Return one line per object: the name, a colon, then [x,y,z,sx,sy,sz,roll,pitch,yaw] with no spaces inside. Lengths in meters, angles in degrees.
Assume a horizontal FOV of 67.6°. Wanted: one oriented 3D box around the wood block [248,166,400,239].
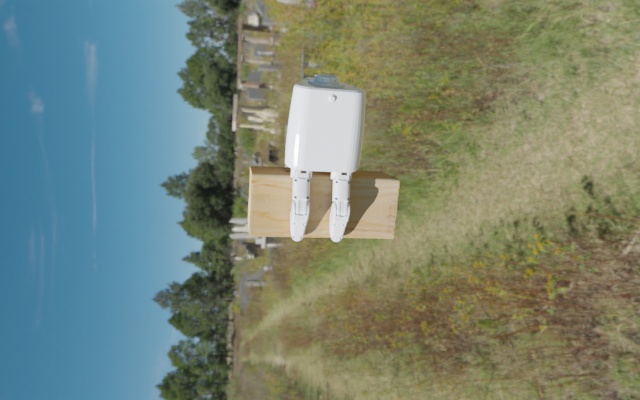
wood block: [0.000,0.002,0.699,0.206,0.090,0.091,2,10,-10]
